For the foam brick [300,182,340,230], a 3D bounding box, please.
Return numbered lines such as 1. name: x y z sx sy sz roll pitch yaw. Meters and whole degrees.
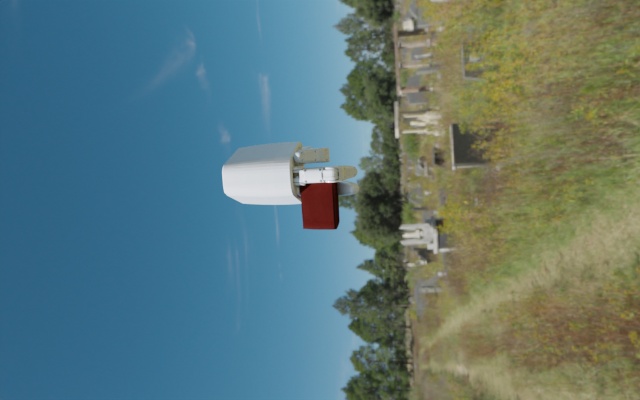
1. foam brick: 0.000 0.003 0.730 0.051 0.078 0.053 -3 7 8
